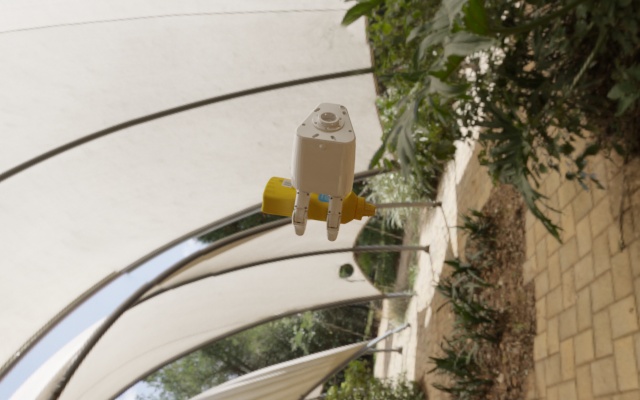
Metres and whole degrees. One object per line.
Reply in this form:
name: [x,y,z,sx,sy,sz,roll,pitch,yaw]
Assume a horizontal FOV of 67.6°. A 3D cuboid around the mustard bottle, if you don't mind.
mustard bottle: [0.000,0.003,0.831,0.191,0.058,0.096,9,20,4]
